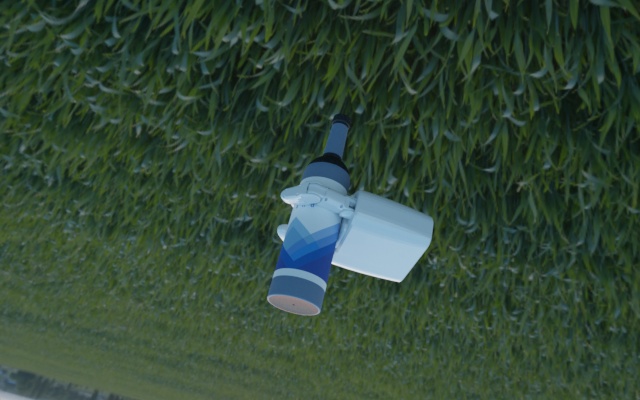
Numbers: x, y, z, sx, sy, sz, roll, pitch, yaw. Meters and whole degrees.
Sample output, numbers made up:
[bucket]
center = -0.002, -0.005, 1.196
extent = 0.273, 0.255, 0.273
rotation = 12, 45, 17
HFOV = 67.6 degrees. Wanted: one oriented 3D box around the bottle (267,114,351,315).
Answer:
[bottle]
center = 0.000, 0.002, 0.645
extent = 0.069, 0.295, 0.069
rotation = 11, -30, 6
